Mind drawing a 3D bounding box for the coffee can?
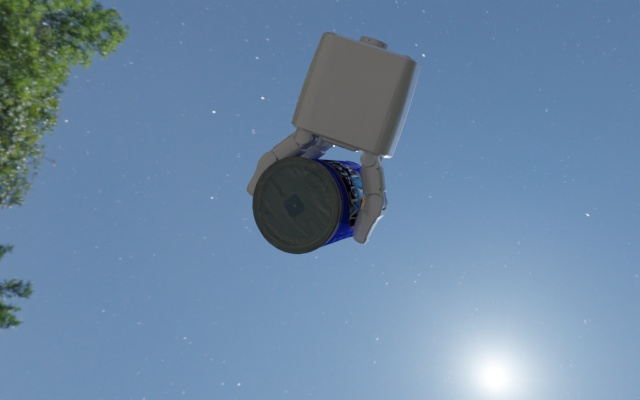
[{"bbox_3d":[0.000,0.002,0.562,0.103,0.103,0.140,0,3,24],"label":"coffee can"}]
